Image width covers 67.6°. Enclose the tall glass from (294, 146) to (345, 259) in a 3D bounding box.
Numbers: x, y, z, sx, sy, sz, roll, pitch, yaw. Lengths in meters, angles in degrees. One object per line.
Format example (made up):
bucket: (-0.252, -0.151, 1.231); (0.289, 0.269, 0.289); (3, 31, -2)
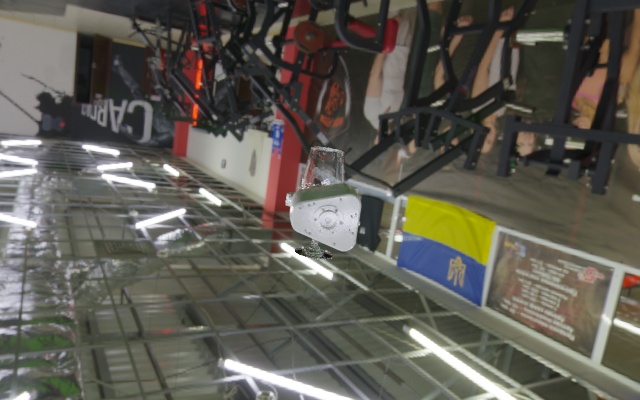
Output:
tall glass: (0.000, 0.004, 0.886); (0.079, 0.201, 0.079); (8, 9, -1)
